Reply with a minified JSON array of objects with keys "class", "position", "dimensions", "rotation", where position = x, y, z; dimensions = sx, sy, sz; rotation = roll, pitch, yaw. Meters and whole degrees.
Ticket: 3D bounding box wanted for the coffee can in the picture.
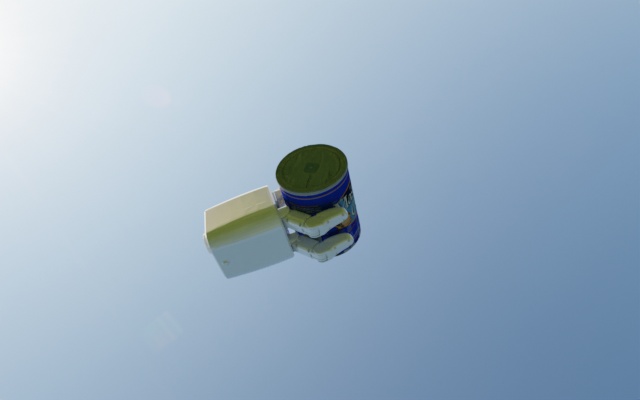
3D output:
[{"class":"coffee can","position":[0.000,0.002,0.708],"dimensions":[0.103,0.140,0.102],"rotation":[-8,44,8]}]
